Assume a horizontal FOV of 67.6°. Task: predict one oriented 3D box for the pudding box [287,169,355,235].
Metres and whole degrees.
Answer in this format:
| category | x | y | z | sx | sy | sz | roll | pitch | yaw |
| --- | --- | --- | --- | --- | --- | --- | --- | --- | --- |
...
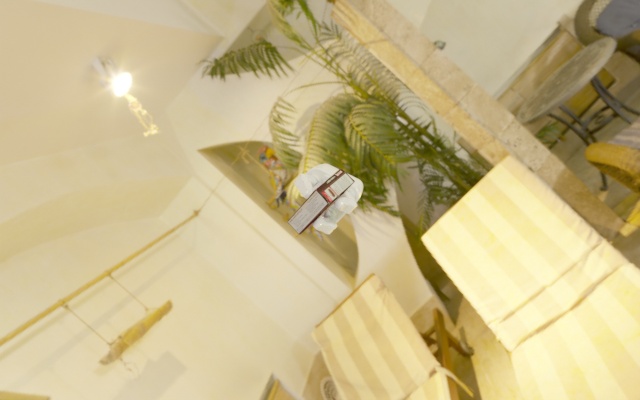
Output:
| category | x | y | z | sx | sy | sz | roll | pitch | yaw |
| --- | --- | --- | --- | --- | --- | --- | --- | --- | --- |
| pudding box | 0.000 | 0.003 | 0.857 | 0.090 | 0.039 | 0.113 | -42 | -6 | -45 |
